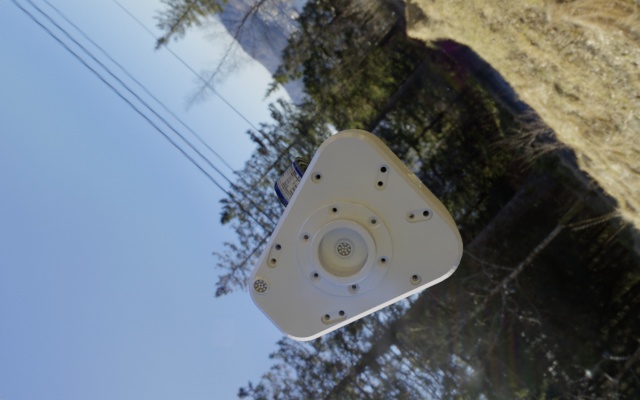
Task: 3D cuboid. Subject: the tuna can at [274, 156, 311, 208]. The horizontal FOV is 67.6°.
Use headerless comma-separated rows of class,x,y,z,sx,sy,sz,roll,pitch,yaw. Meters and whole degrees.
tuna can,0.000,0.002,0.429,0.086,0.034,0.086,41,12,-11
